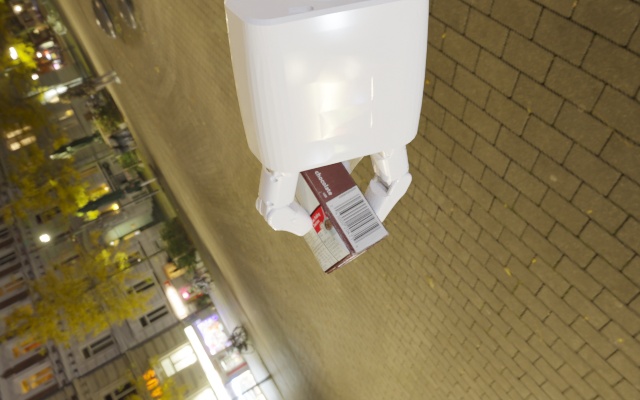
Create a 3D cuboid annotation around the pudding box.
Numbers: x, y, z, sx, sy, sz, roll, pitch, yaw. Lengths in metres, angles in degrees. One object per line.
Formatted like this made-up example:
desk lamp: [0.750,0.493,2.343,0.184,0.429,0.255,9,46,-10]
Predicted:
pudding box: [0.000,0.001,0.411,0.039,0.113,0.090,-28,-9,-20]
